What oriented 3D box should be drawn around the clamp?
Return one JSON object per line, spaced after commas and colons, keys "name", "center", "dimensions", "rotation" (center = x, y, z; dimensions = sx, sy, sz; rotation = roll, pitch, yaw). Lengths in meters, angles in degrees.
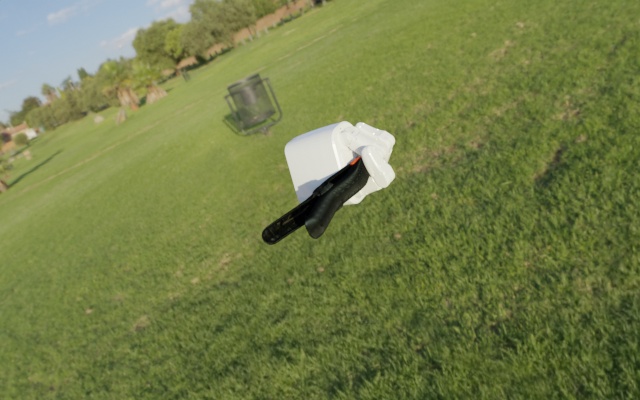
{"name": "clamp", "center": [0.000, 0.001, 0.617], "dimensions": [0.120, 0.039, 0.171], "rotation": [-11, 23, 44]}
